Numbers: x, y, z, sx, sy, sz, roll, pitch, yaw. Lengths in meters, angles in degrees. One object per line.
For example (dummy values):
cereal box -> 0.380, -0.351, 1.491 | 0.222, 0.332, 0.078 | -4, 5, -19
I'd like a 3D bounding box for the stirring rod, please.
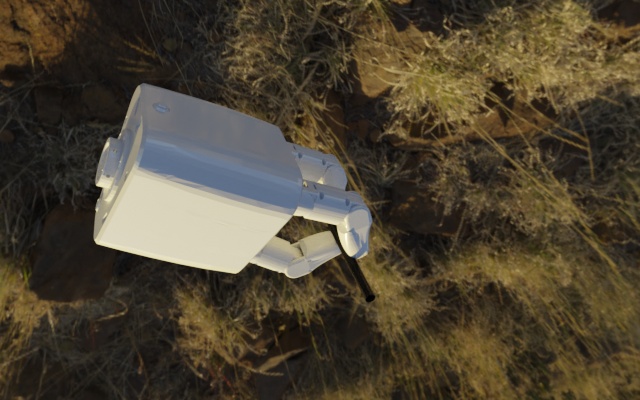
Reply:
stirring rod -> 0.000, 0.001, 0.441 | 0.011, 0.011, 0.239 | 0, 36, -22
